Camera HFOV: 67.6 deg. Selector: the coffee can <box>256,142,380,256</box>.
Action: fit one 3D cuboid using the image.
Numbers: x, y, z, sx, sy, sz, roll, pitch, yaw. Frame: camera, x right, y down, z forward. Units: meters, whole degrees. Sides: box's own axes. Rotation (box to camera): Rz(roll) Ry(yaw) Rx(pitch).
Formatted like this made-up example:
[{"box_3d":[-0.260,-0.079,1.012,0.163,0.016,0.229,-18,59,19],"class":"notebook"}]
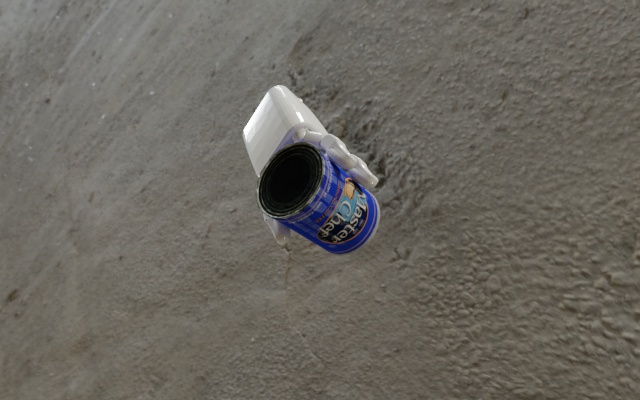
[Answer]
[{"box_3d":[0.000,0.002,0.622,0.103,0.102,0.140,0,-23,37],"class":"coffee can"}]
